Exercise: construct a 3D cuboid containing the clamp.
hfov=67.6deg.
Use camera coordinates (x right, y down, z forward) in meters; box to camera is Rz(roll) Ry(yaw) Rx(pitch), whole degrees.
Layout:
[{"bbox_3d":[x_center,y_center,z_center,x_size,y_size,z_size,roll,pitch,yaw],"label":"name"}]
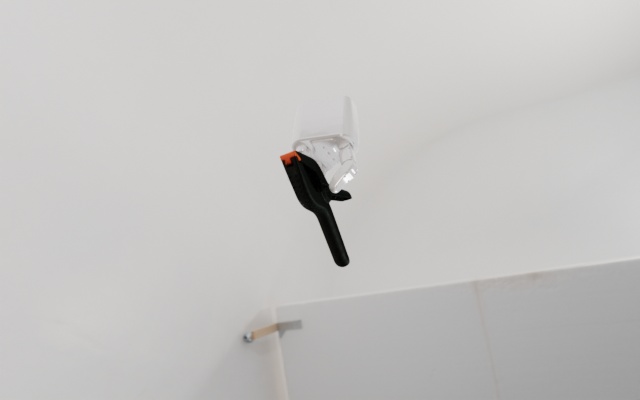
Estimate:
[{"bbox_3d":[0.001,0.002,0.784,0.036,0.164,0.210,-19,-41,23],"label":"clamp"}]
